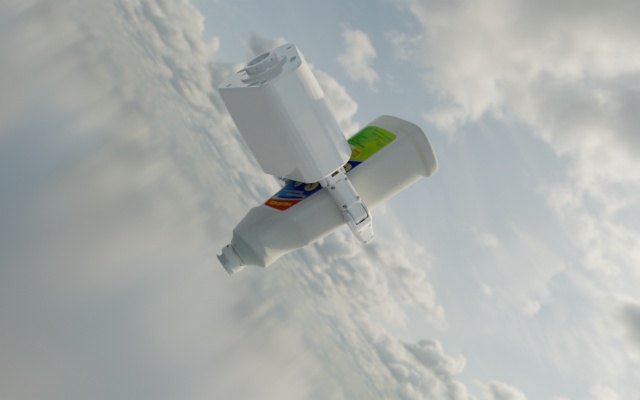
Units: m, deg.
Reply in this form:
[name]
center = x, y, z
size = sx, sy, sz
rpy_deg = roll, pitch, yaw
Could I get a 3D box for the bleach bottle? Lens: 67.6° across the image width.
[bleach bottle]
center = 0.000, 0.002, 0.527
size = 0.251, 0.068, 0.102
rpy_deg = -35, 30, -9
